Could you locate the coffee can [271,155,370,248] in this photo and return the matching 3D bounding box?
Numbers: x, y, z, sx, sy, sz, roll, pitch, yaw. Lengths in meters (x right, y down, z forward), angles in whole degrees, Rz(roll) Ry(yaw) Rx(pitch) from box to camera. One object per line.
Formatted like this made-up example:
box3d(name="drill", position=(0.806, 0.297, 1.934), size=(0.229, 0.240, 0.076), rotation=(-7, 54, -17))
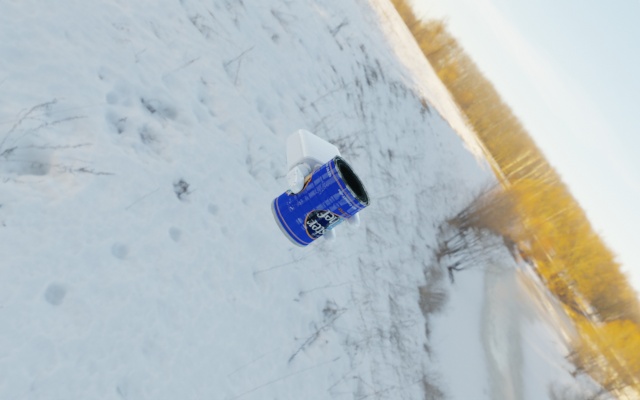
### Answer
box3d(name="coffee can", position=(0.000, 0.003, 0.827), size=(0.140, 0.103, 0.103), rotation=(-34, -12, 18))
